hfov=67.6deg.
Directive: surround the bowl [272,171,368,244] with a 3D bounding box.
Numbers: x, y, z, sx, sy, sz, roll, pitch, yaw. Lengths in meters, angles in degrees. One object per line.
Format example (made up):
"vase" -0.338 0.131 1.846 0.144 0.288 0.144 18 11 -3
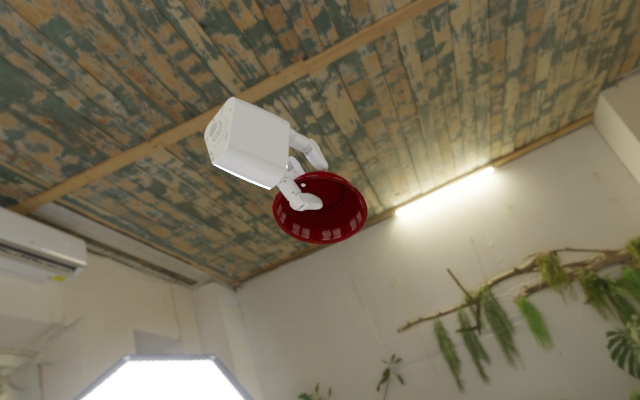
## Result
"bowl" 0.001 0.003 0.827 0.162 0.162 0.055 0 43 4
